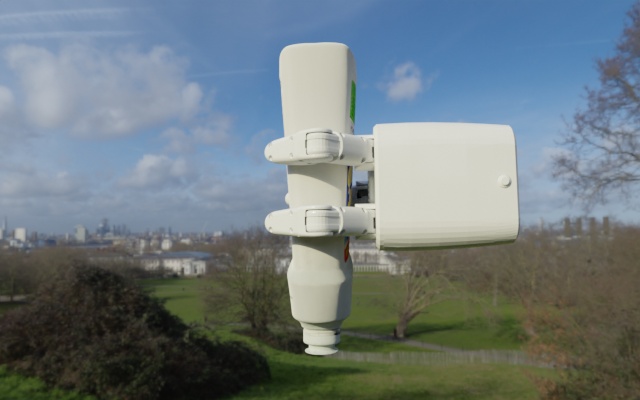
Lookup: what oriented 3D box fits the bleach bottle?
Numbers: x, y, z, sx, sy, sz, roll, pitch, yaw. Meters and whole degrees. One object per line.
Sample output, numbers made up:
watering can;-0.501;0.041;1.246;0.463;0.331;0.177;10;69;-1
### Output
bleach bottle;0.000;0.001;0.416;0.068;0.251;0.102;-1;-4;4
